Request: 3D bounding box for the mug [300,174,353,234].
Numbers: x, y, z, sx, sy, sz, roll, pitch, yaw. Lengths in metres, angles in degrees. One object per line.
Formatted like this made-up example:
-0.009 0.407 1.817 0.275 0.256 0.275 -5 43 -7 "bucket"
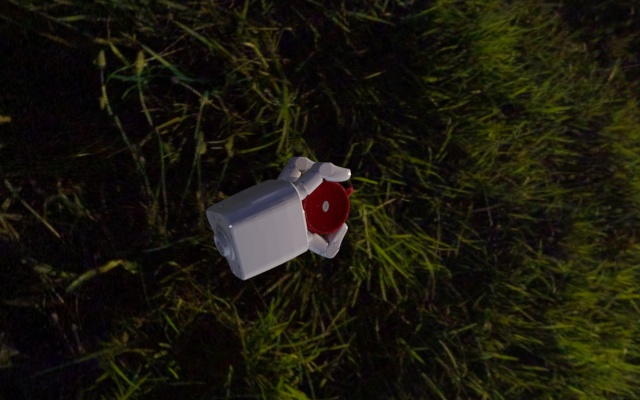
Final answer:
0.001 0.002 0.731 0.117 0.093 0.081 -25 16 -27 "mug"
